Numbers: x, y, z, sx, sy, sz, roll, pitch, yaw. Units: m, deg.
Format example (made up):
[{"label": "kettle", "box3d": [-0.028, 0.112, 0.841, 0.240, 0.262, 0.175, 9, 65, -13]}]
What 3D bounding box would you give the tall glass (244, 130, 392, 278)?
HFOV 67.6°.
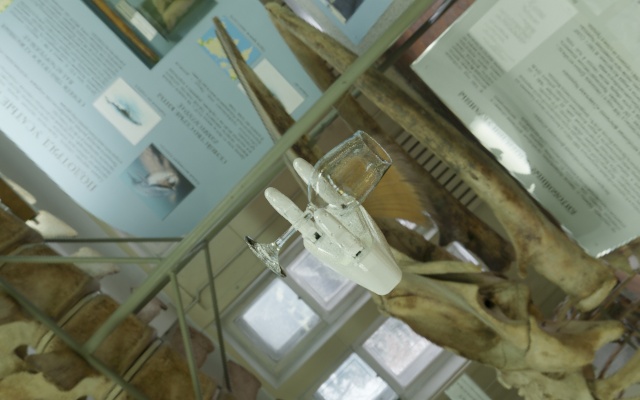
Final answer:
[{"label": "tall glass", "box3d": [0.000, 0.002, 0.610, 0.079, 0.201, 0.079, 45, 0, 0]}]
